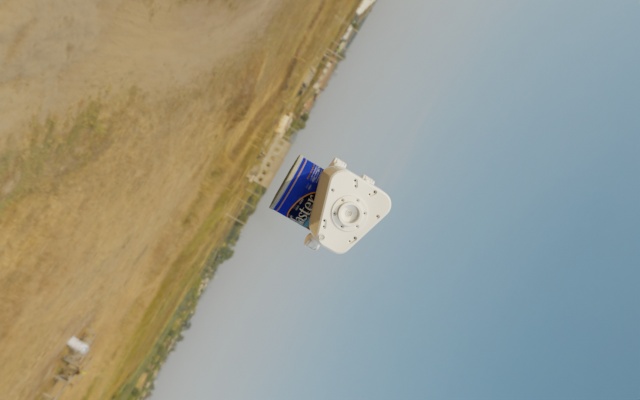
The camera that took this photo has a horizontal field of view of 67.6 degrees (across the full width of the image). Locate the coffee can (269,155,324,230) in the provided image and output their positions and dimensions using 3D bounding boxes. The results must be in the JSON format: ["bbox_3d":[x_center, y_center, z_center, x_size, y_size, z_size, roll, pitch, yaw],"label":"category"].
[{"bbox_3d":[0.000,0.003,0.797,0.140,0.103,0.103,30,-4,-7],"label":"coffee can"}]
